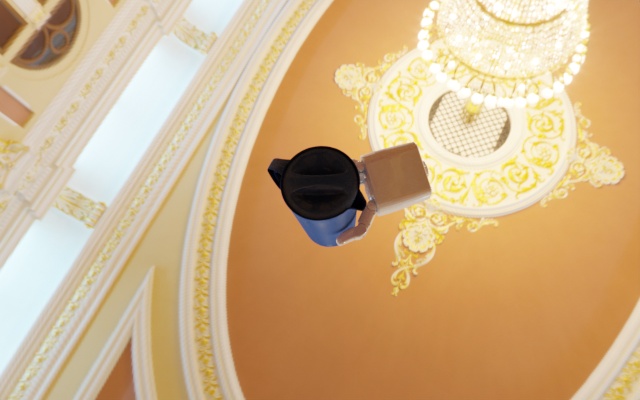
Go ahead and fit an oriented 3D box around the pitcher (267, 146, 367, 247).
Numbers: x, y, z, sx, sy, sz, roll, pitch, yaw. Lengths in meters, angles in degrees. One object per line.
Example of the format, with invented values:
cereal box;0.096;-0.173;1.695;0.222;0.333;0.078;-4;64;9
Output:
pitcher;0.000;0.003;0.894;0.145;0.149;0.243;-19;-20;-2
